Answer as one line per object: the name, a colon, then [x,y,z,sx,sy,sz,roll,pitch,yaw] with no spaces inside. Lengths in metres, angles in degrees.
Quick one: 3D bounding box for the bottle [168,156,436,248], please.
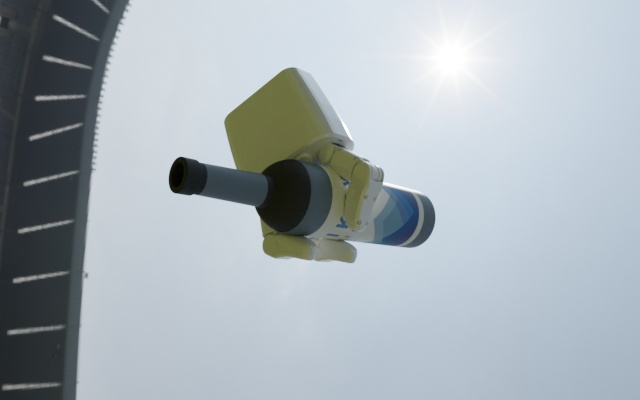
bottle: [0.000,0.002,0.448,0.296,0.069,0.069,11,-8,-44]
